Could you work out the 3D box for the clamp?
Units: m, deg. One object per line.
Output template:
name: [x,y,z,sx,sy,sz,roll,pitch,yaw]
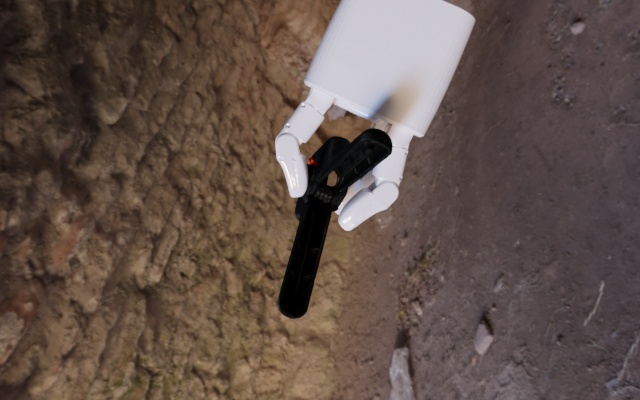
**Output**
clamp: [-0.001,0.001,0.443,0.036,0.164,0.210,24,10,-11]
